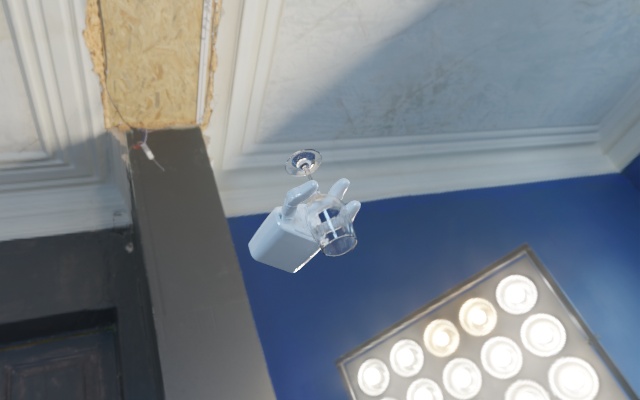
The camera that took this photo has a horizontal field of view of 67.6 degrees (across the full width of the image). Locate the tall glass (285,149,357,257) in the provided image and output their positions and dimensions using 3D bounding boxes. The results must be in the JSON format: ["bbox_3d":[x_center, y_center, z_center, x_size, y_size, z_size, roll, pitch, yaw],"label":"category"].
[{"bbox_3d":[0.000,0.002,0.863,0.079,0.201,0.079,-16,-35,-12],"label":"tall glass"}]
